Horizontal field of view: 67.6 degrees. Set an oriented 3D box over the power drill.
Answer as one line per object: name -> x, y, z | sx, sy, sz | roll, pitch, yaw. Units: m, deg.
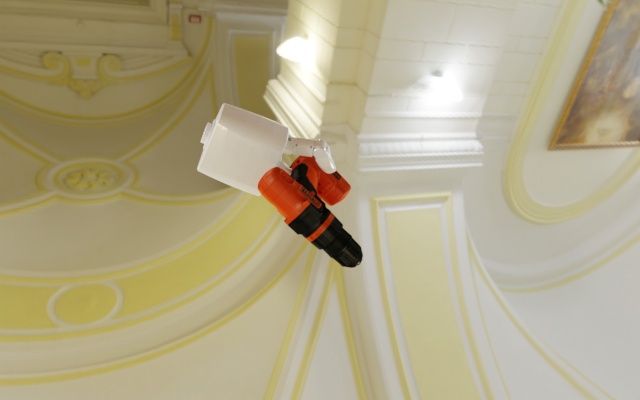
power drill -> 0.000, 0.002, 0.730 | 0.057, 0.184, 0.187 | -42, 9, 19
